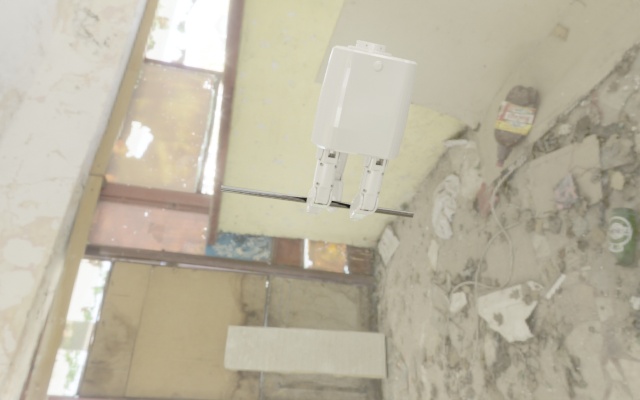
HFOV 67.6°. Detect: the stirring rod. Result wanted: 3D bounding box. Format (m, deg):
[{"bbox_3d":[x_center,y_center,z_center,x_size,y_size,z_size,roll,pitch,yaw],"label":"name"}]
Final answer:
[{"bbox_3d":[0.000,0.002,0.584,0.239,0.011,0.011,8,-2,-11],"label":"stirring rod"}]
